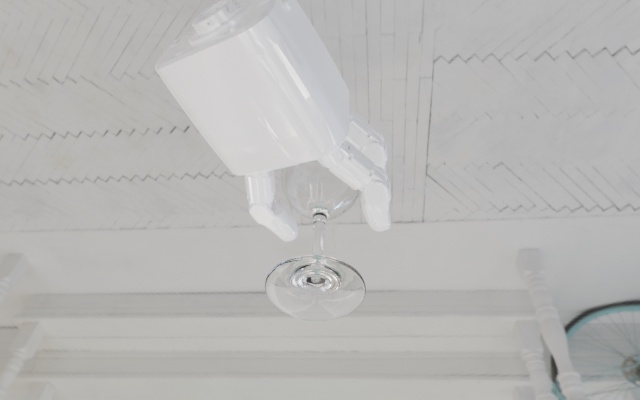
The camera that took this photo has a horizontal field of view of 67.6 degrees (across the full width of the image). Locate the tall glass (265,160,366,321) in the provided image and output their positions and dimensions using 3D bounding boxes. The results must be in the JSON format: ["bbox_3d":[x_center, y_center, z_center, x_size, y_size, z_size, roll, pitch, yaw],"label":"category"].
[{"bbox_3d":[0.000,0.002,0.425,0.079,0.079,0.200,0,40,3],"label":"tall glass"}]
